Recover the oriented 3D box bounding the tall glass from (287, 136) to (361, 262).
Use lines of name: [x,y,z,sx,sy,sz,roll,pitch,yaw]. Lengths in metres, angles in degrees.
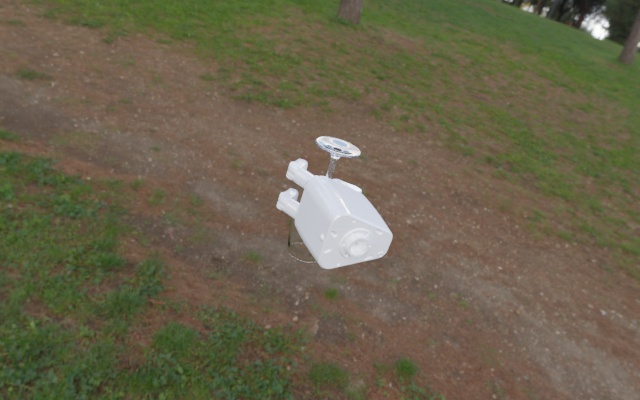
tall glass: [0.000,0.002,0.780,0.079,0.201,0.079,15,25,-7]
